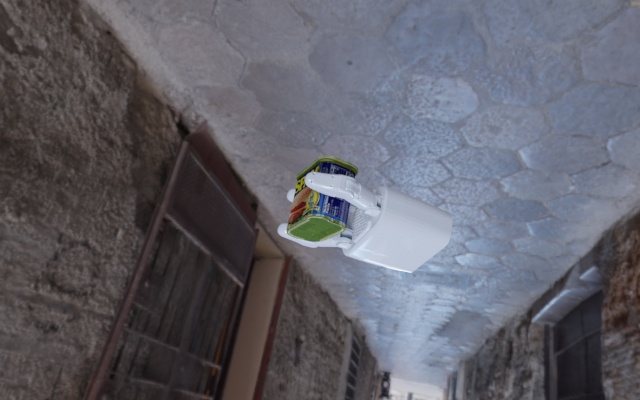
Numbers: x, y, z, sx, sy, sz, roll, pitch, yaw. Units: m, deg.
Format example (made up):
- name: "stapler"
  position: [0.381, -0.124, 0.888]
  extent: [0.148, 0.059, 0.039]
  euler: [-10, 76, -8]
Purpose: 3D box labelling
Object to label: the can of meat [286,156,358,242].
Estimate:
- name: "can of meat"
  position: [0.000, 0.002, 0.619]
  extent: [0.057, 0.084, 0.102]
  euler: [20, -25, -21]
